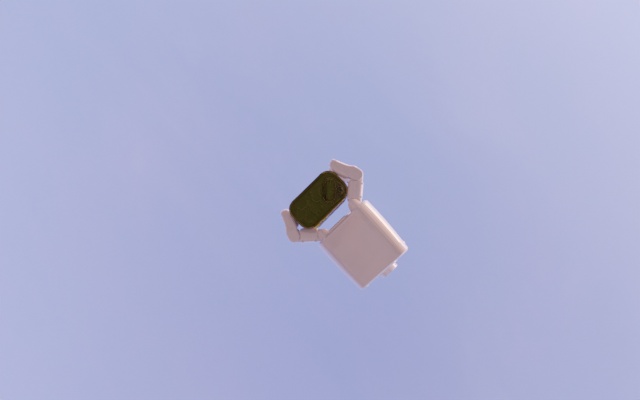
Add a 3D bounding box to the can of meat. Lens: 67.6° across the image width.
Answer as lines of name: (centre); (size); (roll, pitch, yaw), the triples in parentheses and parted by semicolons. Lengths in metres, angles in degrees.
can of meat: (0.000, 0.003, 0.822); (0.102, 0.057, 0.084); (-45, -8, 0)
